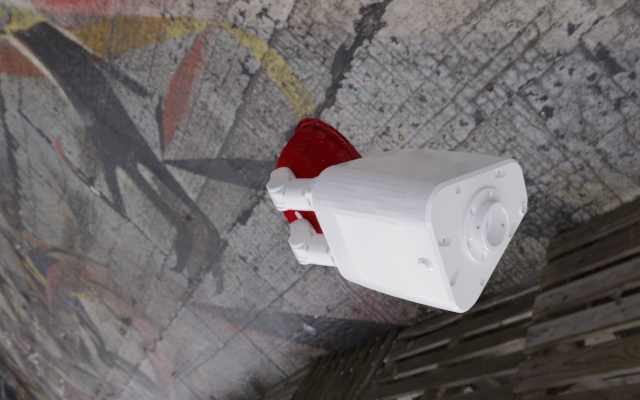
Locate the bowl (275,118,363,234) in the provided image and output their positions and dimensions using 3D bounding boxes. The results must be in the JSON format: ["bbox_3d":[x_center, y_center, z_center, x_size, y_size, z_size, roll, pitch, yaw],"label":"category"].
[{"bbox_3d":[-0.001,0.002,0.480,0.055,0.162,0.162,-32,12,-20],"label":"bowl"}]
